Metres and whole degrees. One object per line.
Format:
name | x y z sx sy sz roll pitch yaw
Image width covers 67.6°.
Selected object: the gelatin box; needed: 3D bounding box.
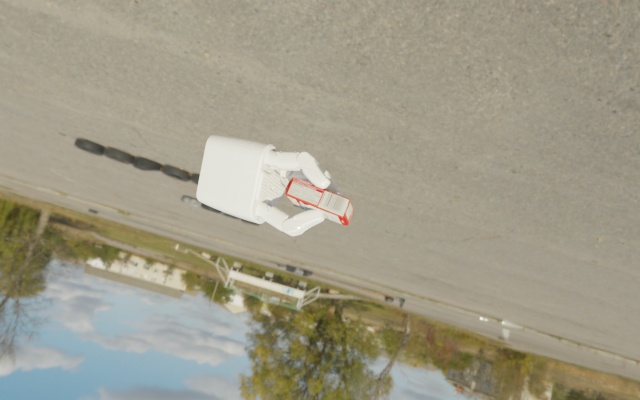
gelatin box | 0.000 0.003 0.672 0.089 0.030 0.073 22 -9 12
